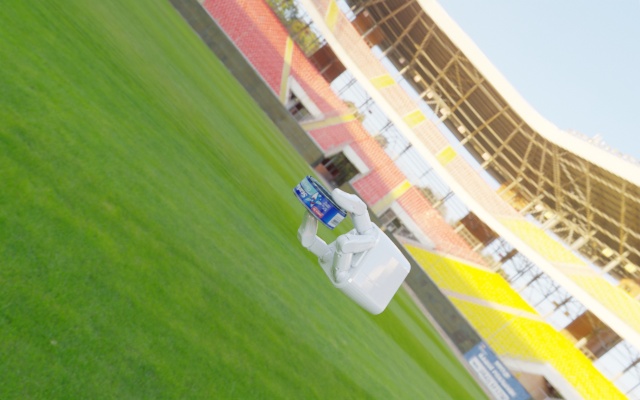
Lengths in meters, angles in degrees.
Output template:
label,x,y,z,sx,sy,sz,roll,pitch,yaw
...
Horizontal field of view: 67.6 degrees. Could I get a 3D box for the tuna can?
label,x,y,z,sx,sy,sz,roll,pitch,yaw
tuna can,0.000,0.002,0.714,0.034,0.086,0.086,-45,-7,7
